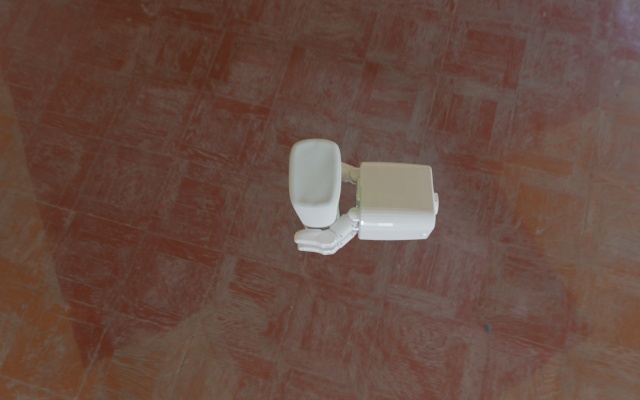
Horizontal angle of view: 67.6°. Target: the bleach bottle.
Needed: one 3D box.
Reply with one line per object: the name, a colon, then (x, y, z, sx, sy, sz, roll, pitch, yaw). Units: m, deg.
bleach bottle: (0.000, 0.002, 0.729, 0.068, 0.102, 0.251, 0, -17, 4)
